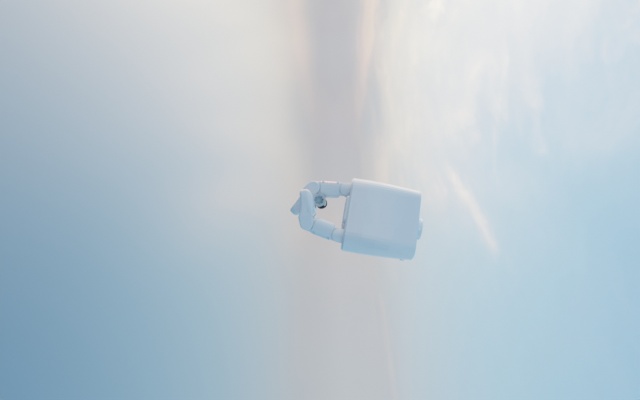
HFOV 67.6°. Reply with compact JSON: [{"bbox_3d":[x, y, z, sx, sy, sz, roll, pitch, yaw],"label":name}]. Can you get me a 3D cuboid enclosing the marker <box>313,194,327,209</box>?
[{"bbox_3d":[0.000,0.002,0.759,0.020,0.020,0.121,0,-3,2],"label":"marker"}]
